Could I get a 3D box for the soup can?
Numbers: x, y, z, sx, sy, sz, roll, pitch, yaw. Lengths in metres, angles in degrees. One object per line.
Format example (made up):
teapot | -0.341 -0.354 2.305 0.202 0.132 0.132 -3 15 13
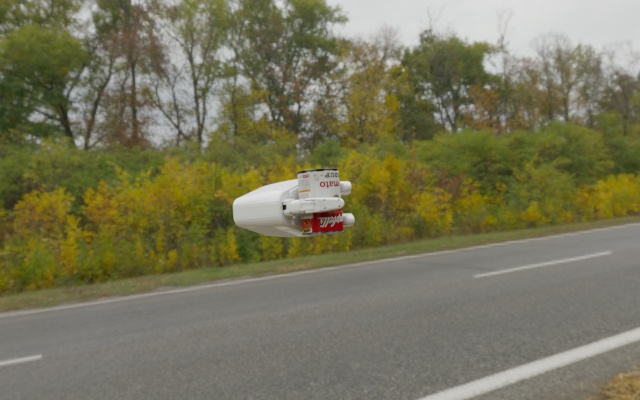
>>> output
soup can | 0.000 0.002 0.766 0.068 0.102 0.068 -5 -2 0
